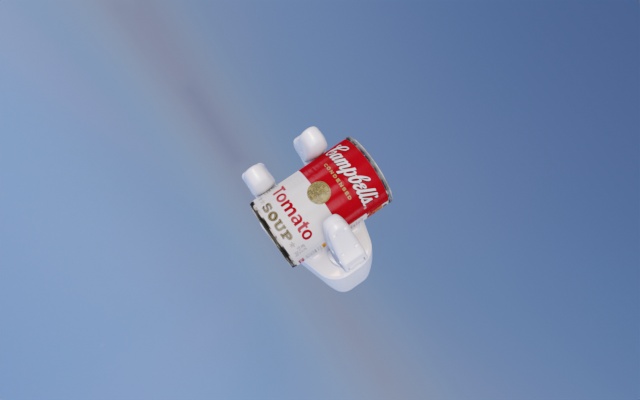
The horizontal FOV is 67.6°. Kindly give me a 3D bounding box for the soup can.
[{"bbox_3d":[0.000,0.001,0.405,0.102,0.068,0.068,-34,3,-5],"label":"soup can"}]
